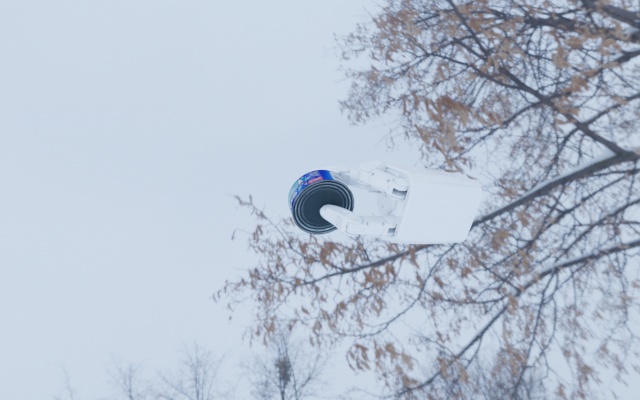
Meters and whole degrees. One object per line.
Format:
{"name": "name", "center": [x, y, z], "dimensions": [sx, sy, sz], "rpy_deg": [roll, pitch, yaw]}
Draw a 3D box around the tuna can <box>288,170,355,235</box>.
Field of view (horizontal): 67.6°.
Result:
{"name": "tuna can", "center": [0.000, 0.002, 0.642], "dimensions": [0.086, 0.086, 0.033], "rpy_deg": [0, 32, -18]}
